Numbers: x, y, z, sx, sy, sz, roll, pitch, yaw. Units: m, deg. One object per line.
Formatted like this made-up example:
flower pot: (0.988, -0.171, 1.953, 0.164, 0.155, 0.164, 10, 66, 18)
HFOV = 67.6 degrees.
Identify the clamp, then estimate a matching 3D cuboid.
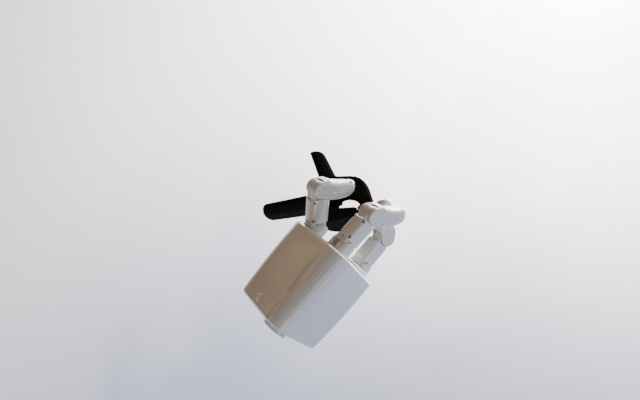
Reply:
clamp: (0.001, 0.002, 0.613, 0.039, 0.120, 0.171, 46, -8, -38)
